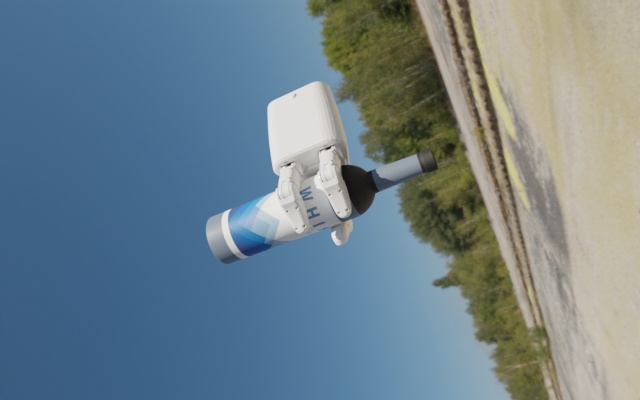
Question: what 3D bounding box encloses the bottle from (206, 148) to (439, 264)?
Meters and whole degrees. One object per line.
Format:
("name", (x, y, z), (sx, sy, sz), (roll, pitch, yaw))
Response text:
("bottle", (0.000, 0.002, 0.593), (0.296, 0.069, 0.069), (-21, -6, 16))
